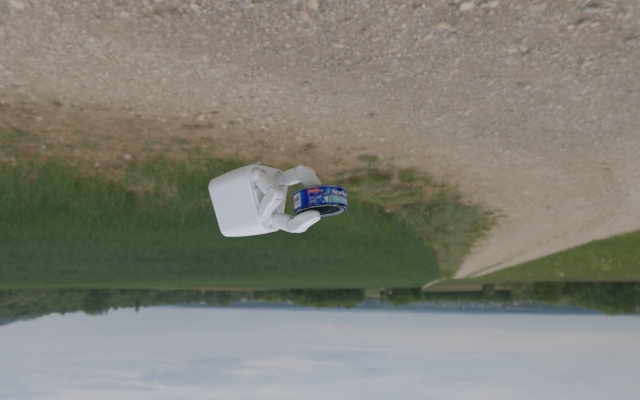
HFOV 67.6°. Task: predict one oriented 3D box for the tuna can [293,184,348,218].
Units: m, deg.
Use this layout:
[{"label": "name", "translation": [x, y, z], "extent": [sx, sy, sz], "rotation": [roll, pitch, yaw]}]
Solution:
[{"label": "tuna can", "translation": [0.000, 0.003, 0.763], "extent": [0.086, 0.033, 0.086], "rotation": [-5, -14, -1]}]
